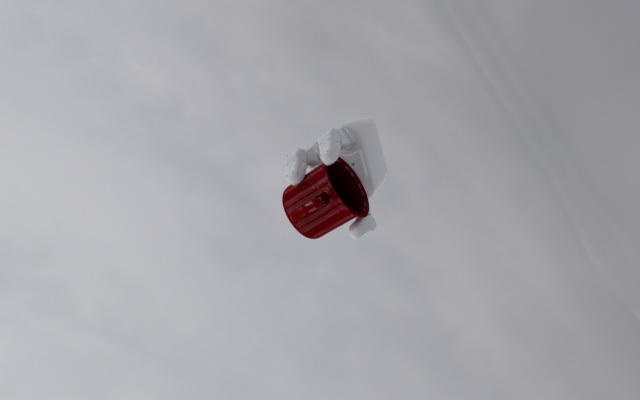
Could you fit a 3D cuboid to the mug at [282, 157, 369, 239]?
[{"bbox_3d":[-0.001,0.003,0.615,0.081,0.093,0.117,-32,2,26],"label":"mug"}]
